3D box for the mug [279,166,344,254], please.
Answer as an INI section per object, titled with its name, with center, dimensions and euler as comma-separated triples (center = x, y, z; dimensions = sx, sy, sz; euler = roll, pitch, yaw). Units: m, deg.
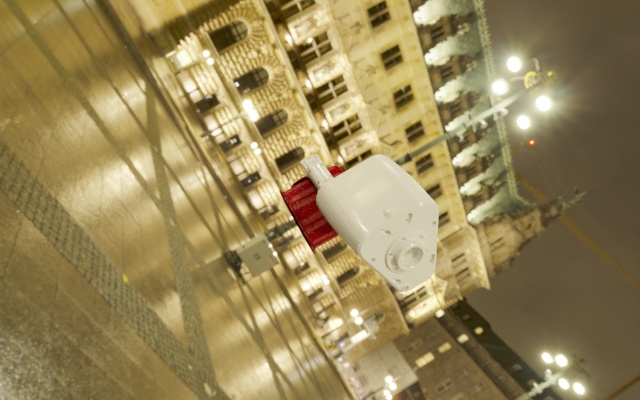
[mug]
center = 0.000, 0.001, 0.622
dimensions = 0.081, 0.093, 0.117
euler = -29, 38, -5
